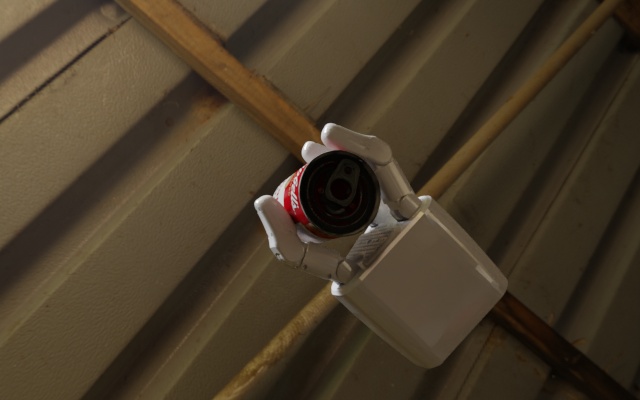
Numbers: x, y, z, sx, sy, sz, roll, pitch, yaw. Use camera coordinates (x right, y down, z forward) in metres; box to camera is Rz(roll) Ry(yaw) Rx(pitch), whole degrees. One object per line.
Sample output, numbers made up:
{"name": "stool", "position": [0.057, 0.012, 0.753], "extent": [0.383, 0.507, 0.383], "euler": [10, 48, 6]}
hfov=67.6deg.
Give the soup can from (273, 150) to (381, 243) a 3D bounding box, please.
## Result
{"name": "soup can", "position": [0.000, 0.001, 0.414], "extent": [0.068, 0.068, 0.102], "euler": [0, -8, -19]}
